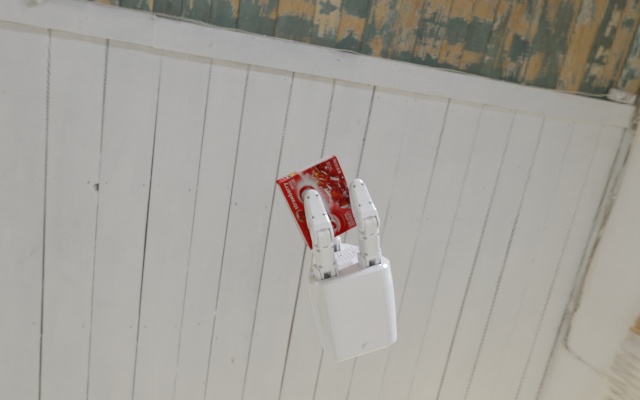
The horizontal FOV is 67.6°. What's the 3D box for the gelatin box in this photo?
[{"bbox_3d":[0.000,0.001,0.555,0.073,0.089,0.030,-26,14,-9],"label":"gelatin box"}]
